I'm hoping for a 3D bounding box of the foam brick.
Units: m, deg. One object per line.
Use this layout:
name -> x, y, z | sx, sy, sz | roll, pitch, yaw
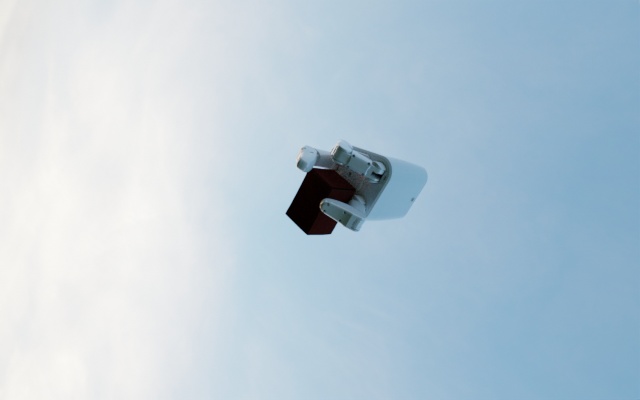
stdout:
foam brick -> 0.000, 0.002, 0.647 | 0.051, 0.078, 0.053 | 3, 34, -49
